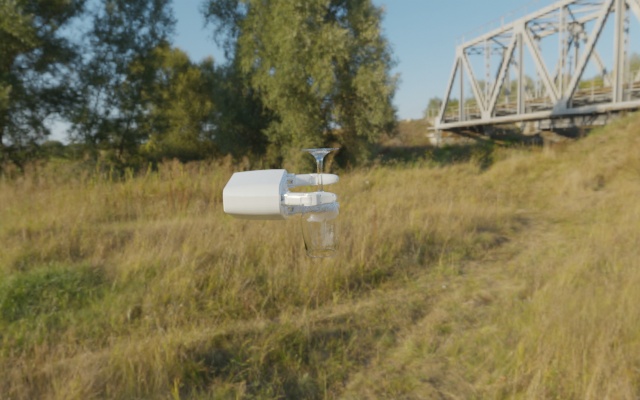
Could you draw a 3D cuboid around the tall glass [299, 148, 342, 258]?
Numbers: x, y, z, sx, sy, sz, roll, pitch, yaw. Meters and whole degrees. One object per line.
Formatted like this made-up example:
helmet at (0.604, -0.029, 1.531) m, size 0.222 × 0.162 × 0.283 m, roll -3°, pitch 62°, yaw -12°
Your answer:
tall glass at (0.000, 0.002, 0.899) m, size 0.079 × 0.201 × 0.079 m, roll -2°, pitch 7°, yaw 0°
